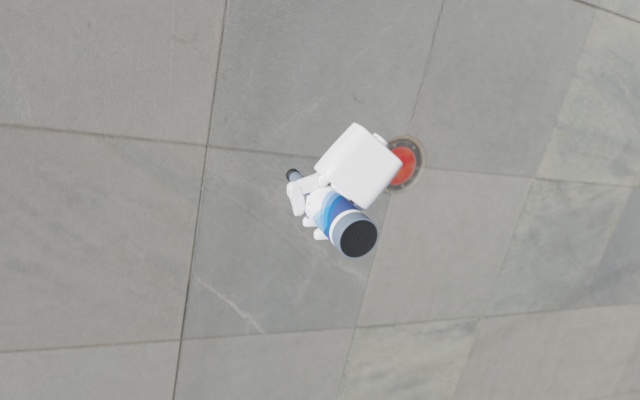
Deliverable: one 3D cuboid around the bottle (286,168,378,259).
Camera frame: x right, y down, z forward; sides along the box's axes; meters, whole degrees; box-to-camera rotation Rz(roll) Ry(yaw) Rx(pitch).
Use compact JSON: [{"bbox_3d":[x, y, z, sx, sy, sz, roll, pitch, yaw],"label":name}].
[{"bbox_3d":[0.000,0.003,0.830,0.069,0.069,0.295,0,22,-25],"label":"bottle"}]
